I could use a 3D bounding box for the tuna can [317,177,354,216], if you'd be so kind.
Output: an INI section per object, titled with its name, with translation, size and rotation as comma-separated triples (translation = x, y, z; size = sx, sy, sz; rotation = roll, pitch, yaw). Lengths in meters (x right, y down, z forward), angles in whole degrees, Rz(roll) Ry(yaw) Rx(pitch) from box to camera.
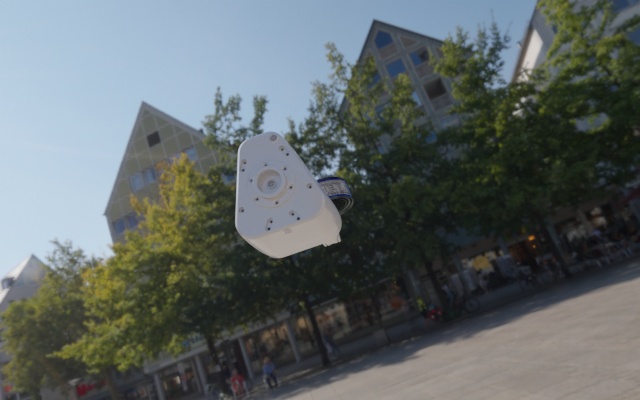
[tuna can]
translation = 0.000, 0.002, 0.650
size = 0.086, 0.033, 0.086
rotation = -18, -20, -7
